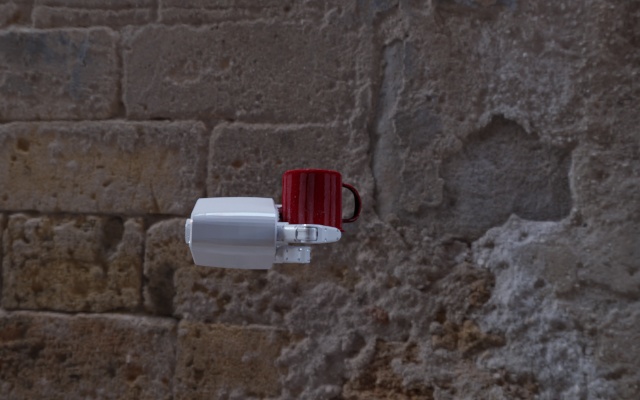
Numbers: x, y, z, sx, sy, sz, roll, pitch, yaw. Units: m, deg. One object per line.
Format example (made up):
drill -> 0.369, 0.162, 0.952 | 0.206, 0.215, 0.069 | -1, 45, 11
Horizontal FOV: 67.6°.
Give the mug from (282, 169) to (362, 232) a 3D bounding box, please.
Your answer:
mug -> 0.002, 0.002, 0.655 | 0.117, 0.081, 0.093 | 2, -4, -12
